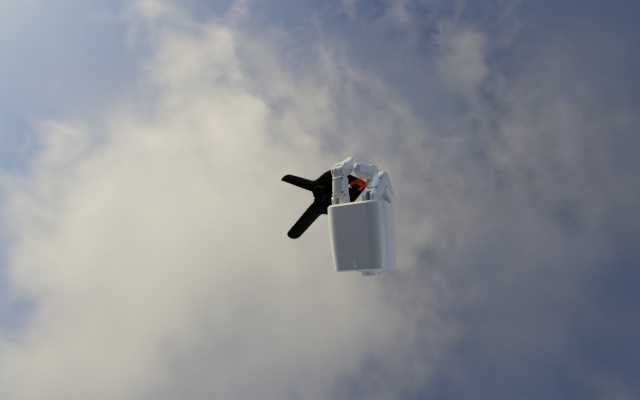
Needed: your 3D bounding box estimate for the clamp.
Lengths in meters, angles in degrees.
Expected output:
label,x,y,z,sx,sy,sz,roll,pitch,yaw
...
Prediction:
label,x,y,z,sx,sy,sz,roll,pitch,yaw
clamp,0.001,0.003,0.831,0.171,0.120,0.039,-9,-8,36
